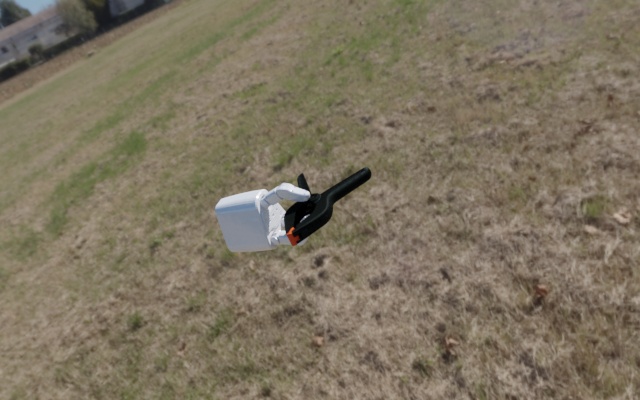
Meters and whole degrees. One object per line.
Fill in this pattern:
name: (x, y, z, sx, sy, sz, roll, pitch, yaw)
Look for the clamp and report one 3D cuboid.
clamp: (-0.001, 0.003, 0.883, 0.164, 0.036, 0.209, -8, 33, 27)
